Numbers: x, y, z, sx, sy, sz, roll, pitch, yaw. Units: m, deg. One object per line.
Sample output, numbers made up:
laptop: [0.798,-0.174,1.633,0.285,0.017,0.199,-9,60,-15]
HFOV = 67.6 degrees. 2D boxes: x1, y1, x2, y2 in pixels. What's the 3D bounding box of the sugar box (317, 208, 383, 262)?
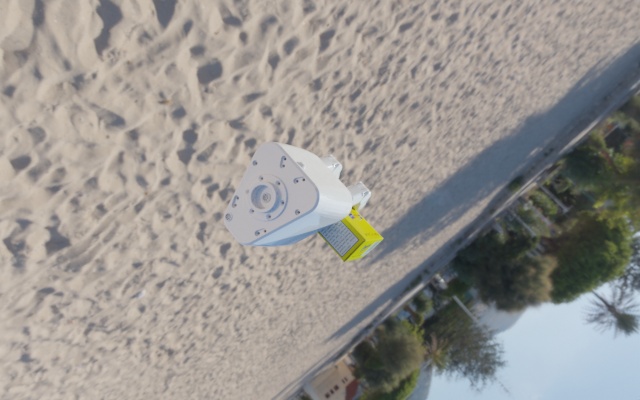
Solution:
sugar box: [0.000,0.002,0.636,0.048,0.176,0.093,-45,-16,13]
